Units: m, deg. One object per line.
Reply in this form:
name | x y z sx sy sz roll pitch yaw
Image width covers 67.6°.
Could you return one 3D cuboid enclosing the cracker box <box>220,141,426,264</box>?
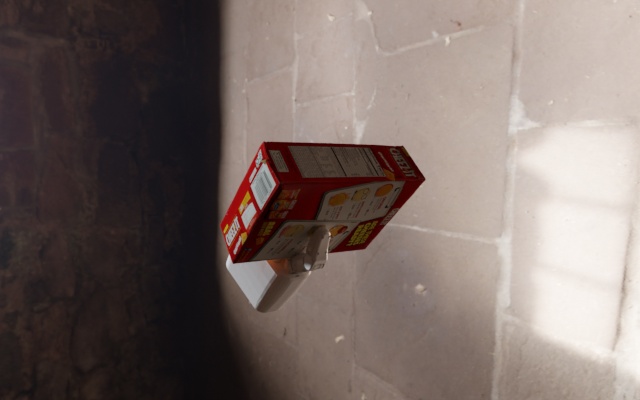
cracker box | 0.000 0.002 0.612 0.213 0.072 0.164 -3 -36 -34
